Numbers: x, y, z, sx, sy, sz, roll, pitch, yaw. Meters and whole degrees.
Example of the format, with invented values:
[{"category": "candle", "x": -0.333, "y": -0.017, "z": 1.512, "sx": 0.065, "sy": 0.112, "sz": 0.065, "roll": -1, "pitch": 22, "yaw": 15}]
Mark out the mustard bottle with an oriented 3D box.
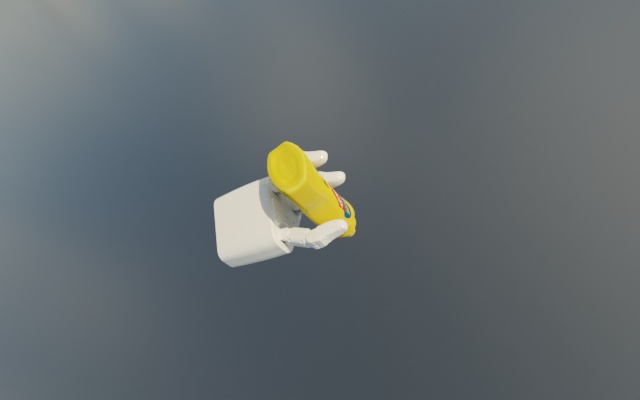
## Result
[{"category": "mustard bottle", "x": 0.000, "y": 0.002, "z": 0.695, "sx": 0.058, "sy": 0.096, "sz": 0.192, "roll": -37, "pitch": -45, "yaw": 6}]
